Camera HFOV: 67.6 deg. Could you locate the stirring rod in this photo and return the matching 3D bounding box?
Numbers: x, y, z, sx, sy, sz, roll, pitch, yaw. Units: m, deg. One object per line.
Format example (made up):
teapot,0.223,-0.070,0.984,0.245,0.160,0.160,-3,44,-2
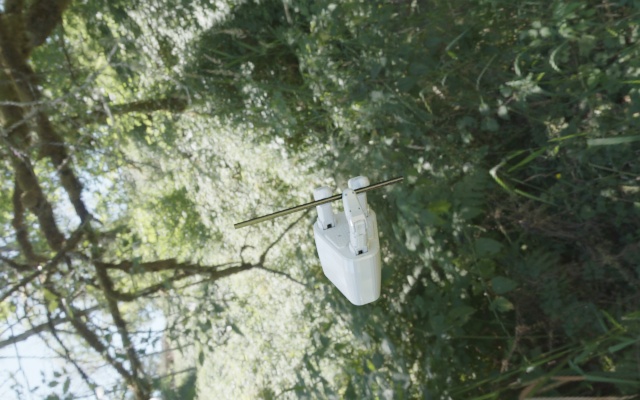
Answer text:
stirring rod,0.000,0.002,0.650,0.239,0.011,0.011,-16,2,-8
